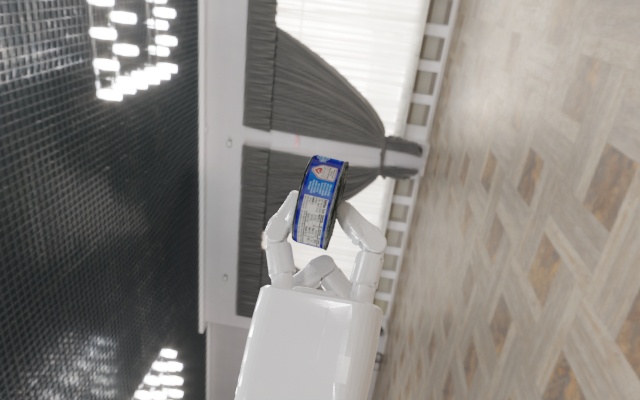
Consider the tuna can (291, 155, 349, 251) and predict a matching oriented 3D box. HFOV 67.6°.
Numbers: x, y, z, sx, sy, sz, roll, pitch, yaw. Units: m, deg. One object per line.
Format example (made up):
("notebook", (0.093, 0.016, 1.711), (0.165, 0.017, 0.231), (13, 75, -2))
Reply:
("tuna can", (0.000, 0.001, 0.447), (0.034, 0.086, 0.086), (14, 1, 6))
